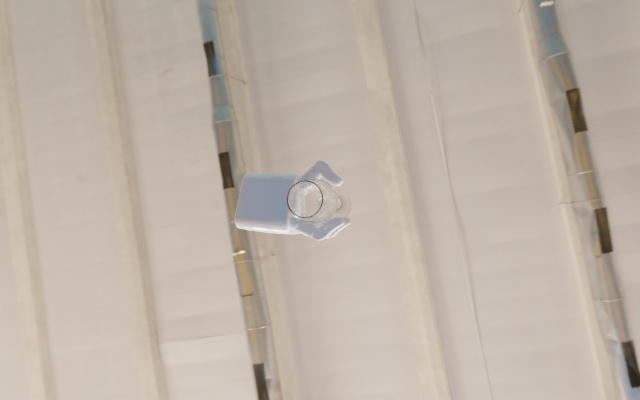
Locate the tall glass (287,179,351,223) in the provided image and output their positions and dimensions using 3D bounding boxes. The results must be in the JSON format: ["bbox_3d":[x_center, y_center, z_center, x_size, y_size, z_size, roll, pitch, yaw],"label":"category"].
[{"bbox_3d":[0.000,0.003,0.868,0.079,0.079,0.201,0,-3,15],"label":"tall glass"}]
